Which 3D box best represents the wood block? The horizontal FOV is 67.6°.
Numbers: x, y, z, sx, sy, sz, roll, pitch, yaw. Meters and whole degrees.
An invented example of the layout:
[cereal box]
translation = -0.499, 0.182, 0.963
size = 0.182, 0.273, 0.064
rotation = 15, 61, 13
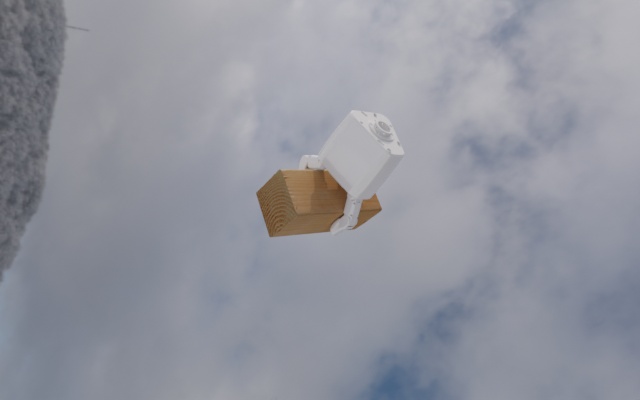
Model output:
[wood block]
translation = 0.001, 0.003, 0.872
size = 0.206, 0.090, 0.090
rotation = -2, -26, -41
